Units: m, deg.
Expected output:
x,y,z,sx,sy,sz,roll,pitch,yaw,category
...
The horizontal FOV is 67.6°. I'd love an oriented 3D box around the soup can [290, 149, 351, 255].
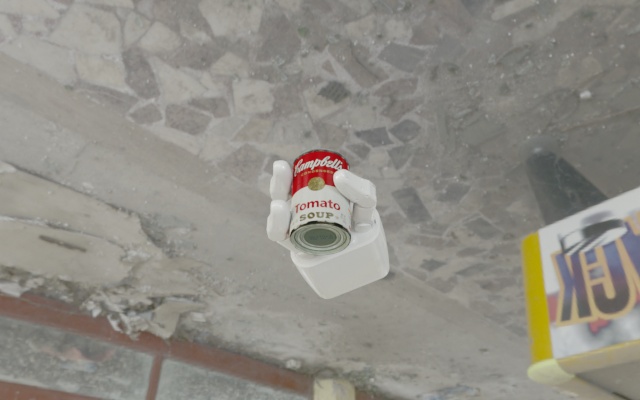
x,y,z,sx,sy,sz,roll,pitch,yaw,category
0.000,0.002,0.537,0.068,0.102,0.069,0,-36,0,soup can
